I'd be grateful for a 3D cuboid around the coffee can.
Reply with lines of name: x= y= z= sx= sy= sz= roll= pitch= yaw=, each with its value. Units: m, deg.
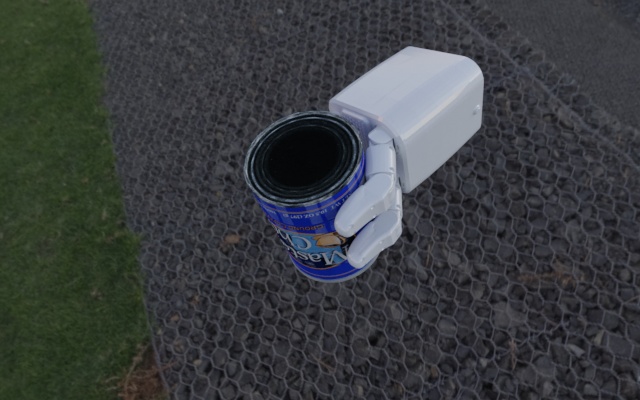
coffee can: x=0.000 y=0.002 z=0.451 sx=0.103 sy=0.102 sz=0.140 roll=0 pitch=-34 yaw=16
